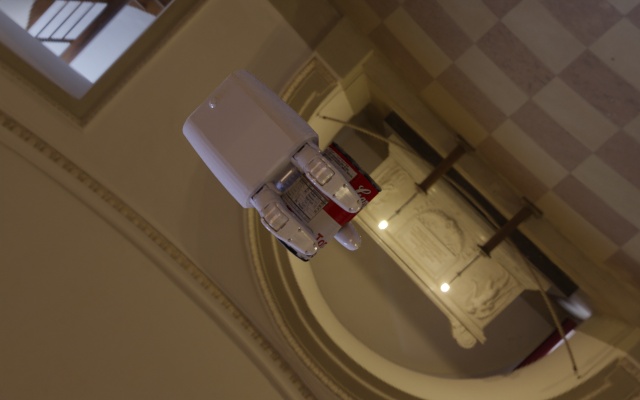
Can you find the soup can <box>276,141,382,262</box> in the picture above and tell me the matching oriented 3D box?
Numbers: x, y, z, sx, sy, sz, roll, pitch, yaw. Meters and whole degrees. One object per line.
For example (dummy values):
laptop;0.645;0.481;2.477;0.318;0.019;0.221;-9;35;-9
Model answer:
soup can;0.000;0.002;0.467;0.102;0.068;0.068;-45;3;3
